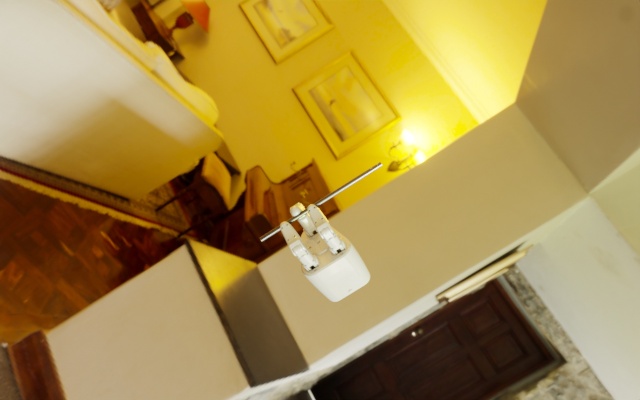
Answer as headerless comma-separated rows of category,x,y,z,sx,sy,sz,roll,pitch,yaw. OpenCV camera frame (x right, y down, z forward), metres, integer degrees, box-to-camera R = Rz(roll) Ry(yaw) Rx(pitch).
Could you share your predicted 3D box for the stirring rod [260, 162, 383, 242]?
stirring rod,0.000,0.003,0.805,0.239,0.011,0.011,-32,-2,4
